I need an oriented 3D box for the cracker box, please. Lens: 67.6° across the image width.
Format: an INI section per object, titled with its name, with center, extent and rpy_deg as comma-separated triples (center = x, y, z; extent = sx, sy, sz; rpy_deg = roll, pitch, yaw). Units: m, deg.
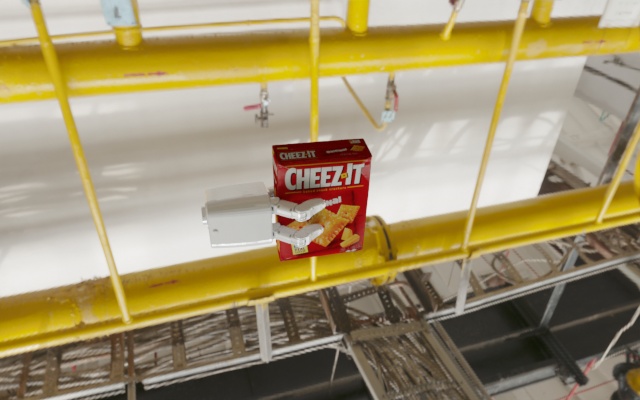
[cracker box]
center = 0.000, 0.003, 0.859
extent = 0.164, 0.214, 0.072
rpy_deg = -6, 37, -11
